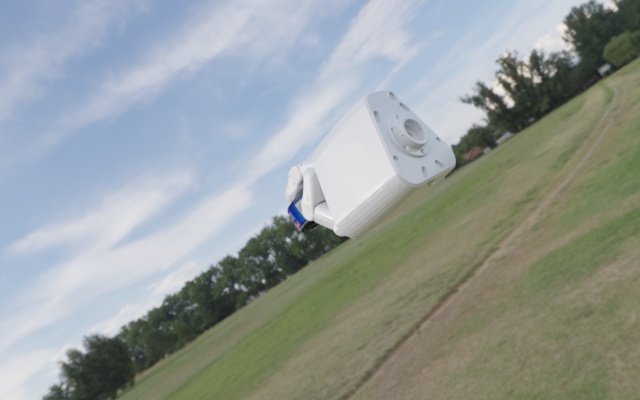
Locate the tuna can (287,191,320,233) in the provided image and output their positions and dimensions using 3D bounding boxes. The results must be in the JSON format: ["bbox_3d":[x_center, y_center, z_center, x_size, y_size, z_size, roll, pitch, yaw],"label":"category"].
[{"bbox_3d":[0.000,0.002,0.611,0.086,0.033,0.086,-36,-11,-8],"label":"tuna can"}]
